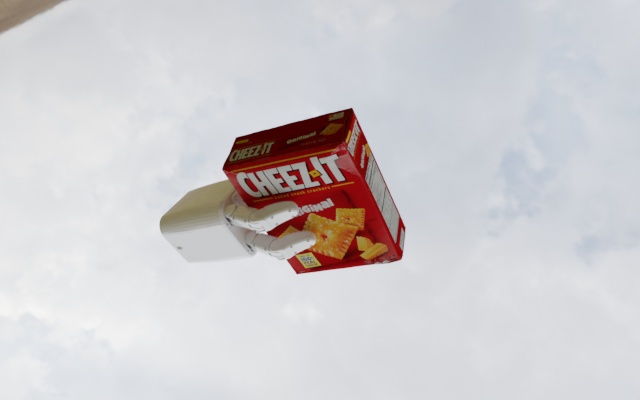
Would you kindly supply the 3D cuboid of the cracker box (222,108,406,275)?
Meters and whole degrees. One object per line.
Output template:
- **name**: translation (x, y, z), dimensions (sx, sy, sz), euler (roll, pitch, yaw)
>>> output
- **cracker box**: translation (0.000, 0.002, 0.618), dimensions (0.164, 0.072, 0.214), euler (-10, -48, 24)
